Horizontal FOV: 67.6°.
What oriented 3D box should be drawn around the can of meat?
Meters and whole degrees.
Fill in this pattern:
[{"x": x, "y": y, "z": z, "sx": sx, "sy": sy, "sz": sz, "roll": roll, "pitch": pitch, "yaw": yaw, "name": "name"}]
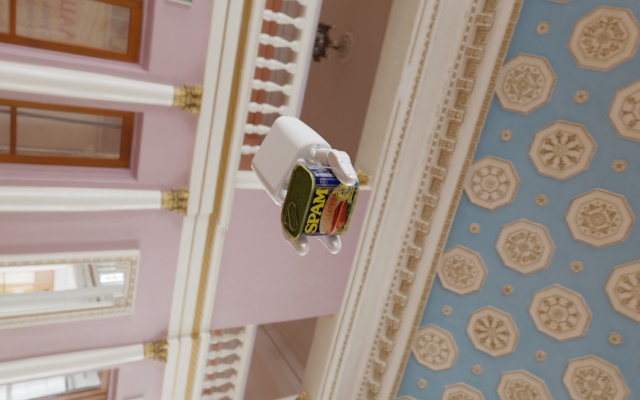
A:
[{"x": 0.000, "y": 0.002, "z": 0.674, "sx": 0.084, "sy": 0.102, "sz": 0.057, "roll": 1, "pitch": 28, "yaw": -34, "name": "can of meat"}]
